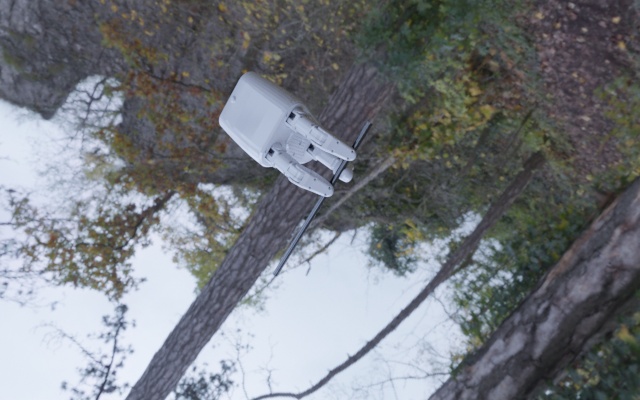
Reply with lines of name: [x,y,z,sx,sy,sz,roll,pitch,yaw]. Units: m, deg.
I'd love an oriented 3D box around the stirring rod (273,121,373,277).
stirring rod: [0.000,0.002,0.625,0.011,0.239,0.011,30,13,-8]
